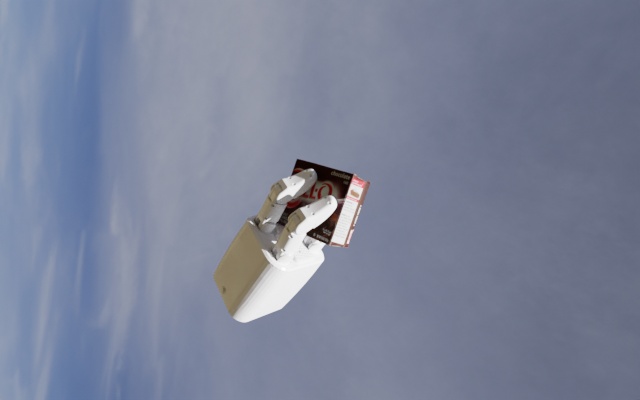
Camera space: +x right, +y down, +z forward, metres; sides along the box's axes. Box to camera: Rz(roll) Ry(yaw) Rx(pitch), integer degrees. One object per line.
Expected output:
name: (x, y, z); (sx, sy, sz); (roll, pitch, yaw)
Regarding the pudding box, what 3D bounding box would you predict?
pudding box: (0.000, 0.002, 0.605); (0.113, 0.090, 0.039); (19, 1, 44)
